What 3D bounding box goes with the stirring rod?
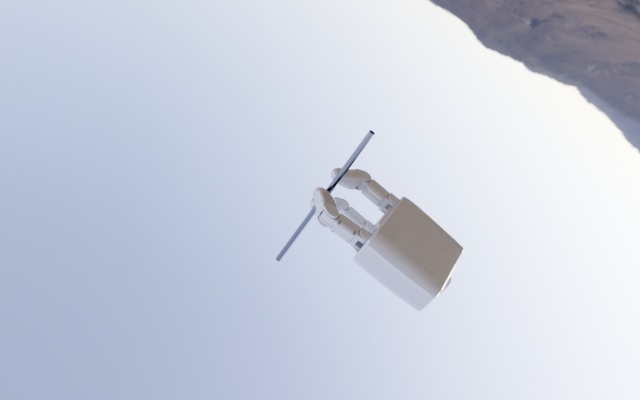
[{"bbox_3d":[0.000,0.002,0.628,0.011,0.011,0.240,0,-44,-45],"label":"stirring rod"}]
